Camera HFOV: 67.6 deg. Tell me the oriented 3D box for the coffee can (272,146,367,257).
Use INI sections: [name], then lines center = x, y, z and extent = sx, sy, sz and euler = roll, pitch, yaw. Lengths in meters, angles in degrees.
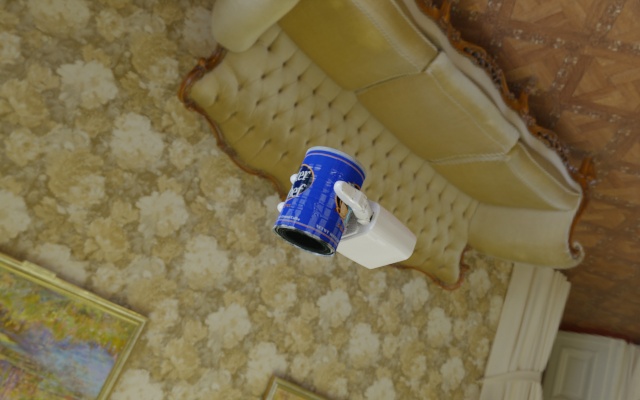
[coffee can]
center = 0.000, 0.002, 0.739
extent = 0.103, 0.140, 0.103
euler = 20, -20, 8
